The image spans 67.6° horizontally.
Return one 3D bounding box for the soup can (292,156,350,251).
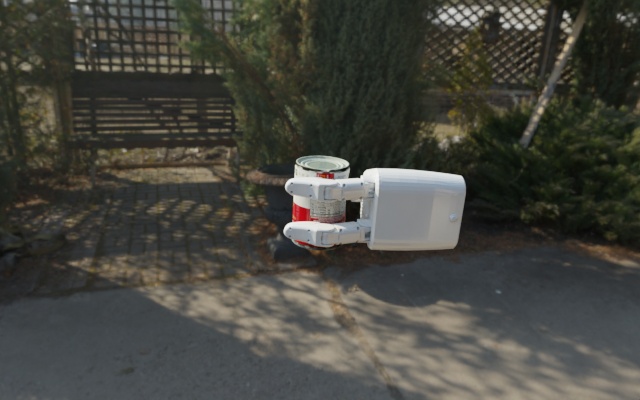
[{"bbox_3d":[0.000,0.002,0.591,0.068,0.102,0.068,3,19,-1],"label":"soup can"}]
